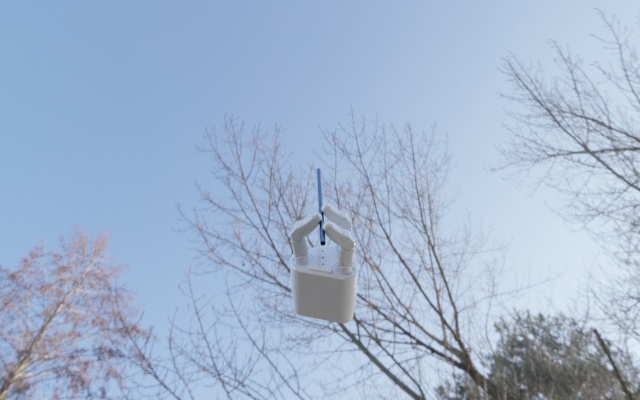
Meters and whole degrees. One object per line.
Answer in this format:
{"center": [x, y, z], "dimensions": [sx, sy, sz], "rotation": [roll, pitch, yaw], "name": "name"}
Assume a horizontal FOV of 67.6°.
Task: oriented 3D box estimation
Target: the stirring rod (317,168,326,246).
{"center": [0.000, 0.003, 0.806], "dimensions": [0.011, 0.011, 0.239], "rotation": [0, 30, -2], "name": "stirring rod"}
